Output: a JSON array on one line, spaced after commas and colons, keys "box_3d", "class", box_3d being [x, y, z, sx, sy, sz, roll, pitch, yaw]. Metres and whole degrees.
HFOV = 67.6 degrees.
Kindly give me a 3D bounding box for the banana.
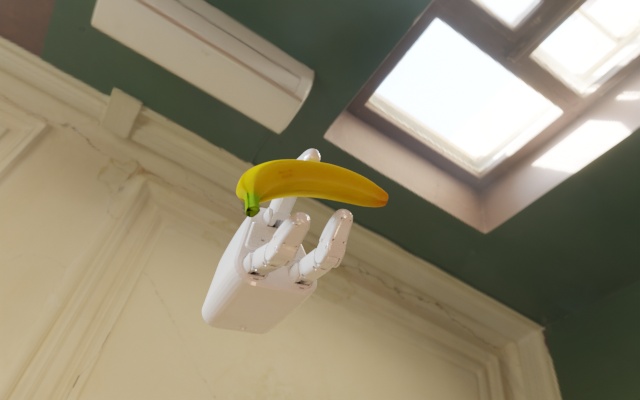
[{"box_3d": [-0.012, -0.012, 0.476, 0.198, 0.069, 0.037, -6, -38, -46], "class": "banana"}]
